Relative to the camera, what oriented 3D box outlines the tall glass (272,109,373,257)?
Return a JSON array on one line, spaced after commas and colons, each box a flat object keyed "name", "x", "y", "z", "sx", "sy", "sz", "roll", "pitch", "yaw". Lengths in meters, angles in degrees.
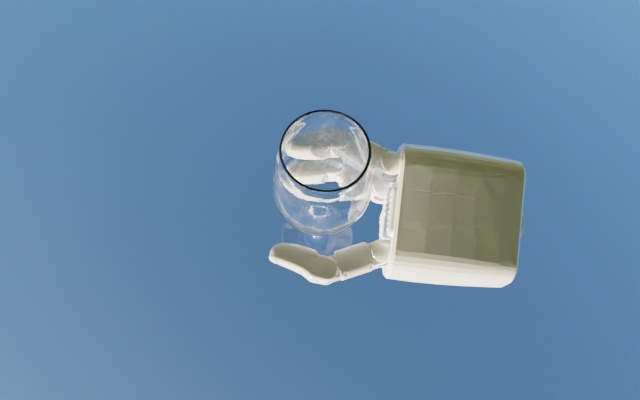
[{"name": "tall glass", "x": 0.000, "y": 0.002, "z": 0.408, "sx": 0.079, "sy": 0.079, "sz": 0.201, "roll": 0, "pitch": -21, "yaw": -2}]
